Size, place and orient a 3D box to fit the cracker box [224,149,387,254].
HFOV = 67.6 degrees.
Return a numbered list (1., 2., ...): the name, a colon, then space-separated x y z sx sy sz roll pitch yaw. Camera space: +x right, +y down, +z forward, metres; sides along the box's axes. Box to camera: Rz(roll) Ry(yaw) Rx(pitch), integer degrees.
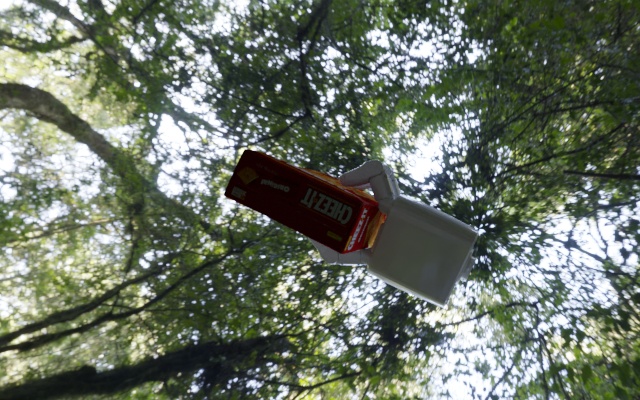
1. cracker box: 0.000 0.002 0.638 0.164 0.072 0.214 24 5 18
